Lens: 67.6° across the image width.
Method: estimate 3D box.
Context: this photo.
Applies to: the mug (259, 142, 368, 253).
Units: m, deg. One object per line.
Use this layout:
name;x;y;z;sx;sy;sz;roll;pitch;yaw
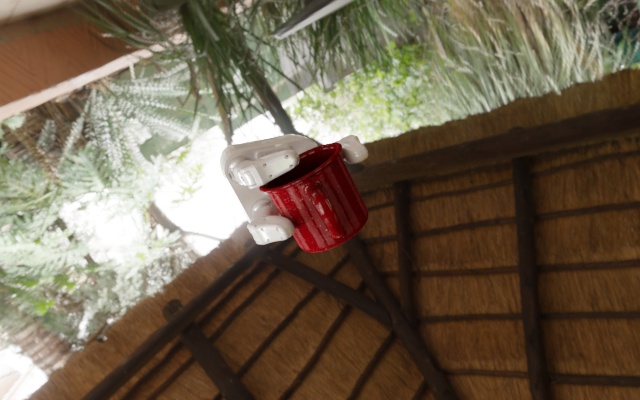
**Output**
mug;0.001;0.002;0.476;0.093;0.081;0.117;-30;19;-4
